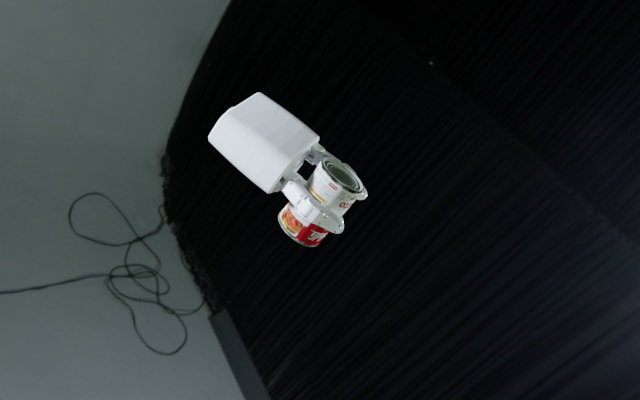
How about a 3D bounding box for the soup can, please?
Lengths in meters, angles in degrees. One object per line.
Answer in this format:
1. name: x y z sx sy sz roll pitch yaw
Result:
1. soup can: 0.001 0.002 0.629 0.068 0.102 0.068 32 24 -16
